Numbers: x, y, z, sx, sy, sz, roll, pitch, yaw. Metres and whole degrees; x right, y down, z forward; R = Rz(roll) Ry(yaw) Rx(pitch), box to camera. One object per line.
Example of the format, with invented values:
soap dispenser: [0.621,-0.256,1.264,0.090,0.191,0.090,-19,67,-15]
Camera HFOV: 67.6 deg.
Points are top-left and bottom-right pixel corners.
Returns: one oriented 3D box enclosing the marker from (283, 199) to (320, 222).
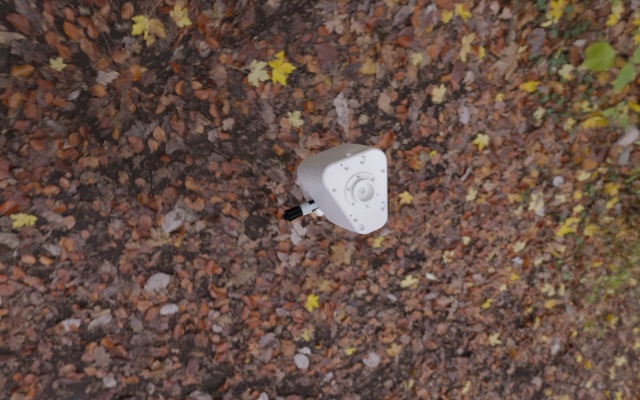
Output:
marker: [0.000,0.002,0.713,0.121,0.020,0.020,-23,6,-14]
